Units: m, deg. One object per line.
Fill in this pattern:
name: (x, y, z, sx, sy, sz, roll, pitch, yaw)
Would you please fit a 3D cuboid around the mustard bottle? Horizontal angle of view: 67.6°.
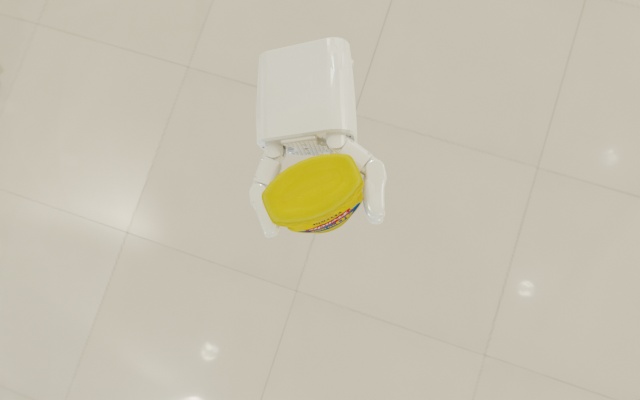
mustard bottle: (0.000, 0.002, 0.533, 0.096, 0.058, 0.191, -26, -10, 1)
